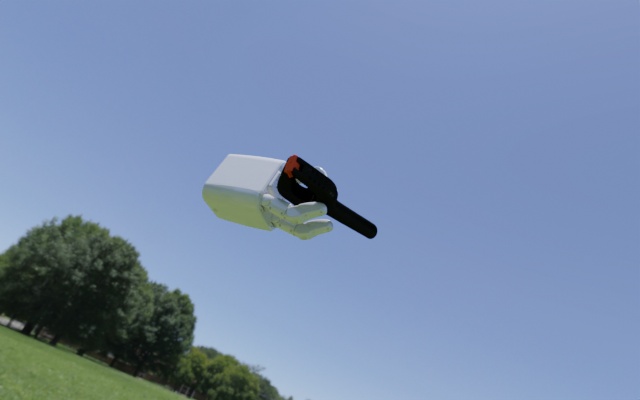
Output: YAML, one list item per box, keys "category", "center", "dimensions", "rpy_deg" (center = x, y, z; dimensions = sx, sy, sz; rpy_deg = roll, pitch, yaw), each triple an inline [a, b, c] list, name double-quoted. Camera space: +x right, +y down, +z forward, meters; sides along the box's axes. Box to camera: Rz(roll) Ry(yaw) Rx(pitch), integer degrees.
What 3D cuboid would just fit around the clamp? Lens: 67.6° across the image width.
- category: "clamp"
  center: [0.000, 0.001, 0.744]
  dimensions: [0.164, 0.036, 0.210]
  rpy_deg: [7, -28, 18]
